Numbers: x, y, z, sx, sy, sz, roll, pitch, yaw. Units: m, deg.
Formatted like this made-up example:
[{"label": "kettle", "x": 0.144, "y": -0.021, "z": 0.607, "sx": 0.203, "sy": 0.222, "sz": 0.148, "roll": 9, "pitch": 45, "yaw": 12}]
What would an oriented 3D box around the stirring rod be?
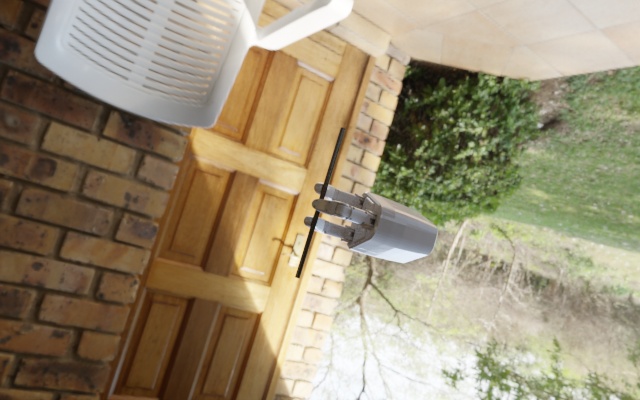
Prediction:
[{"label": "stirring rod", "x": 0.000, "y": 0.002, "z": 0.731, "sx": 0.011, "sy": 0.239, "sz": 0.011, "roll": 17, "pitch": -5, "yaw": 2}]
